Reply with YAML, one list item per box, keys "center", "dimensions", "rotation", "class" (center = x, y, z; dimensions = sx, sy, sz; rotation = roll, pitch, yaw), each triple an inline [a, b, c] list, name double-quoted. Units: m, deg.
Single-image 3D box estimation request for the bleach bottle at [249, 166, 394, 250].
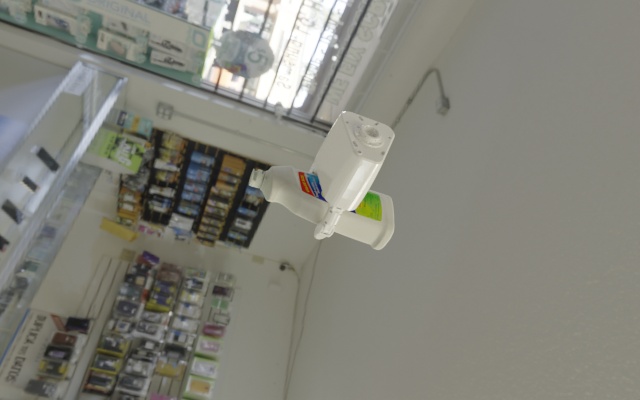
- center: [0.000, 0.003, 0.821]
  dimensions: [0.251, 0.102, 0.068]
  rotation: [17, -46, -13]
  class: "bleach bottle"
